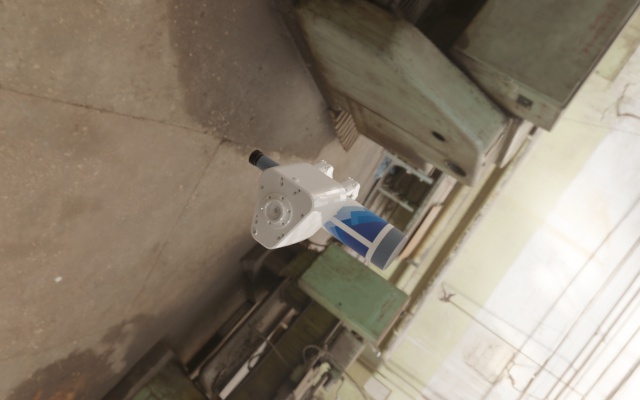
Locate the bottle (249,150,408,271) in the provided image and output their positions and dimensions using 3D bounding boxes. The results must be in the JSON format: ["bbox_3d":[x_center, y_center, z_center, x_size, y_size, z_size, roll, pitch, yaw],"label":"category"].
[{"bbox_3d":[0.000,0.003,0.780,0.295,0.069,0.069,34,12,18],"label":"bottle"}]
